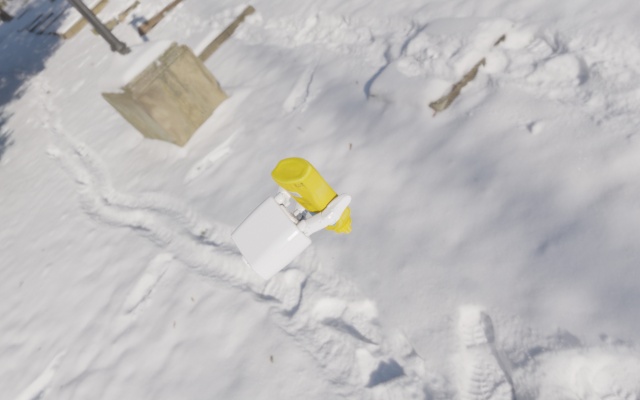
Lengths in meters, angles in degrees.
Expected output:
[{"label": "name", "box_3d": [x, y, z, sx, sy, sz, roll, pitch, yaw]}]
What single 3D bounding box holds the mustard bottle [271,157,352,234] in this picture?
[{"label": "mustard bottle", "box_3d": [0.000, 0.002, 0.856, 0.096, 0.058, 0.192, 12, -27, 47]}]
